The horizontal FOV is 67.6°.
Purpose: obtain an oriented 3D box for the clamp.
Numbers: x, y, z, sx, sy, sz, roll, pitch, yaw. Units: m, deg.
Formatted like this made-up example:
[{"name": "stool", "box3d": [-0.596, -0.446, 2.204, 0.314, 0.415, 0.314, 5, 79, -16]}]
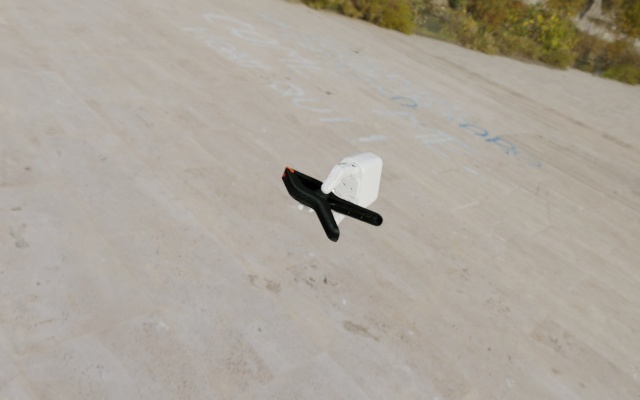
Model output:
[{"name": "clamp", "box3d": [0.000, 0.002, 0.890, 0.210, 0.036, 0.164, 34, 25, 19]}]
